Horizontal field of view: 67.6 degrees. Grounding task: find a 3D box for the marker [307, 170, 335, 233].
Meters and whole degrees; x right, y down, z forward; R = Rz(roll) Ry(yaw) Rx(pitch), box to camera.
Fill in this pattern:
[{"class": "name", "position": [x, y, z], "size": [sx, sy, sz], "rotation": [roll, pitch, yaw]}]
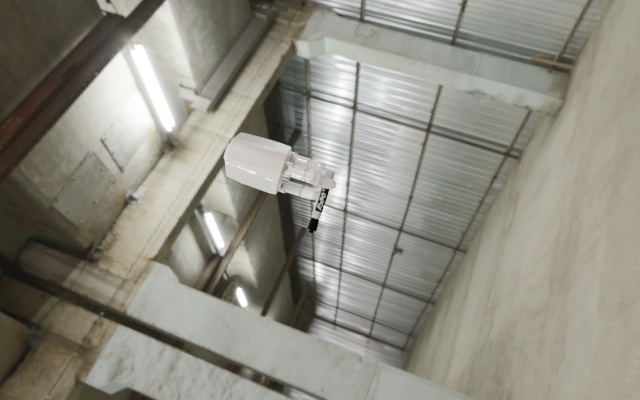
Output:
[{"class": "marker", "position": [0.000, 0.003, 0.894], "size": [0.020, 0.121, 0.020], "rotation": [18, -2, 1]}]
